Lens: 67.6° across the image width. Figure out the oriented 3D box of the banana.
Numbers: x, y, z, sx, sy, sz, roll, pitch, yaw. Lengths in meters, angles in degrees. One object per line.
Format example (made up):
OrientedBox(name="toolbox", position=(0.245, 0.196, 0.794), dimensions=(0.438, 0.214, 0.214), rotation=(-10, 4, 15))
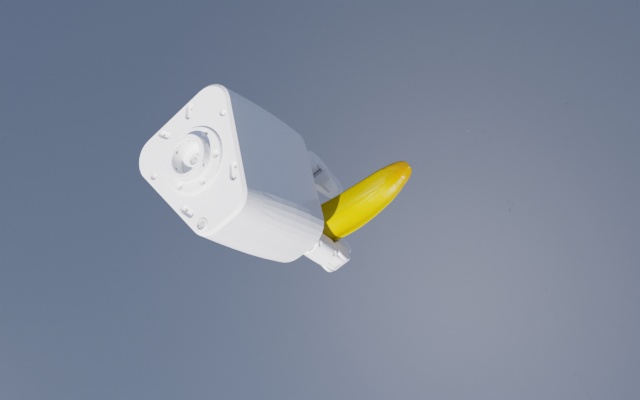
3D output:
OrientedBox(name="banana", position=(-0.004, 0.017, 0.461), dimensions=(0.198, 0.069, 0.037), rotation=(-20, -47, 27))
